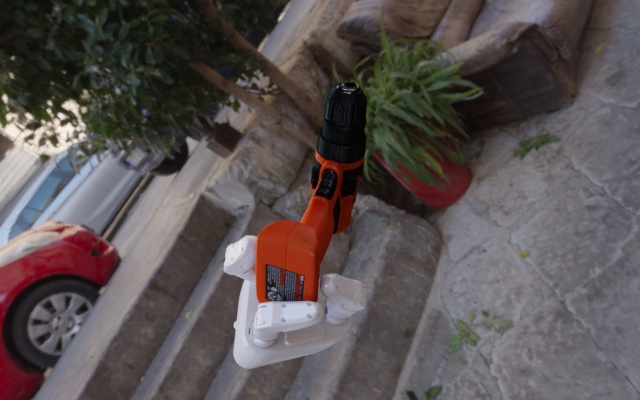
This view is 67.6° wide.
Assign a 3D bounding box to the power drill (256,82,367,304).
[{"bbox_3d":[0.000,0.002,0.458,0.057,0.185,0.187,15,42,13],"label":"power drill"}]
